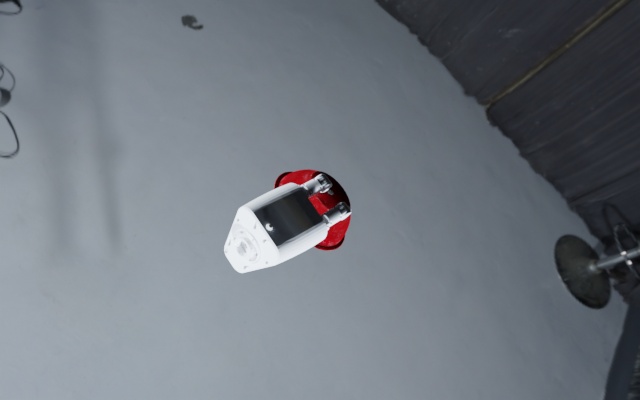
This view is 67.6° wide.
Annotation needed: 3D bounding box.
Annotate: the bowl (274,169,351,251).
[{"bbox_3d":[0.001,0.002,0.814,0.055,0.162,0.162,-40,-23,31],"label":"bowl"}]
